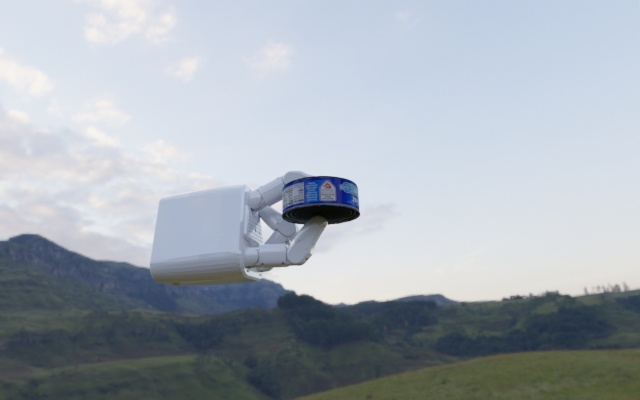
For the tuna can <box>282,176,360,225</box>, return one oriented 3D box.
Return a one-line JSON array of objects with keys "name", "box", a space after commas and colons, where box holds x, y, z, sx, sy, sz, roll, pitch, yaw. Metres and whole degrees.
[{"name": "tuna can", "box": [0.000, 0.001, 0.525, 0.086, 0.033, 0.086, -2, -16, 0]}]
